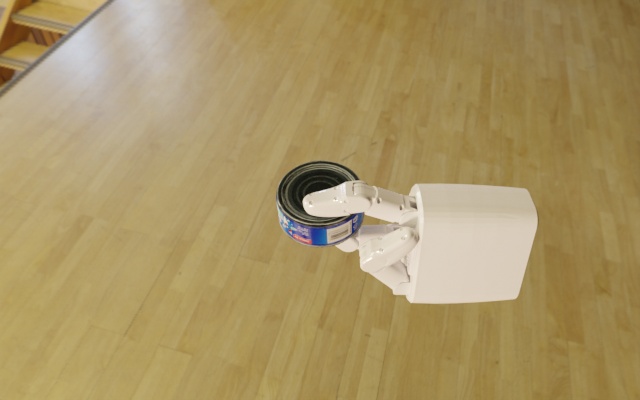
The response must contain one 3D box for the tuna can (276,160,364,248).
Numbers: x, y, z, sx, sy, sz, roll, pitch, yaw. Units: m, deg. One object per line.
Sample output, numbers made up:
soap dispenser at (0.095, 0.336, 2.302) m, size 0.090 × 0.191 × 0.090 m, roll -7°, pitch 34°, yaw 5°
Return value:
tuna can at (0.000, 0.001, 0.463) m, size 0.086 × 0.086 × 0.034 m, roll 0°, pitch -41°, yaw 3°
